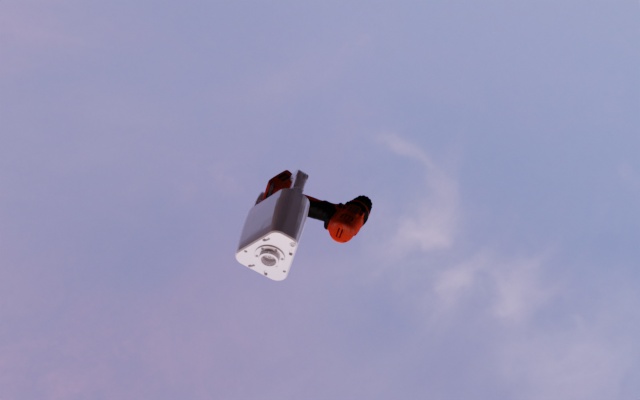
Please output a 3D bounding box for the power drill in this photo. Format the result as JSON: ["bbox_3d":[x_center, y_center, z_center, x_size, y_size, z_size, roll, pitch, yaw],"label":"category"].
[{"bbox_3d":[0.000,0.003,0.898,0.187,0.057,0.184,21,20,12],"label":"power drill"}]
